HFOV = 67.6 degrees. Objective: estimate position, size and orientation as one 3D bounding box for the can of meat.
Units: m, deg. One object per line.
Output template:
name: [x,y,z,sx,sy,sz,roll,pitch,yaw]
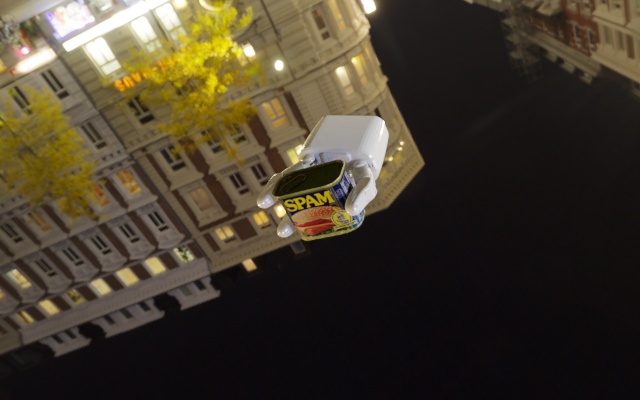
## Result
can of meat: [0.000,0.002,0.643,0.102,0.084,0.057,-13,34,25]
